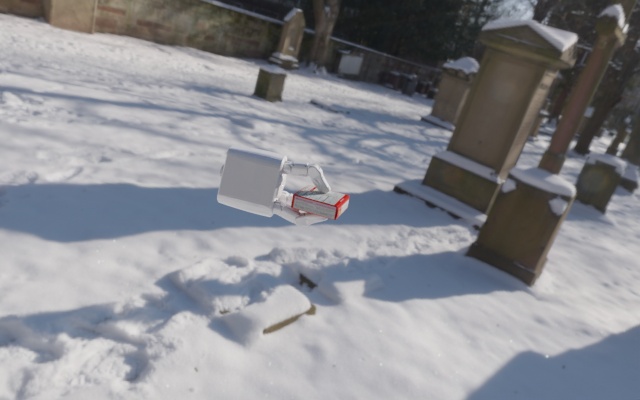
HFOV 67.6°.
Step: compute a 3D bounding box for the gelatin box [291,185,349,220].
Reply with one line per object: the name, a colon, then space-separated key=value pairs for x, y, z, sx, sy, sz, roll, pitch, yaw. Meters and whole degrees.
gelatin box: x=0.001 y=0.003 z=0.881 sx=0.089 sy=0.030 sz=0.073 roll=14 pitch=20 yaw=16
